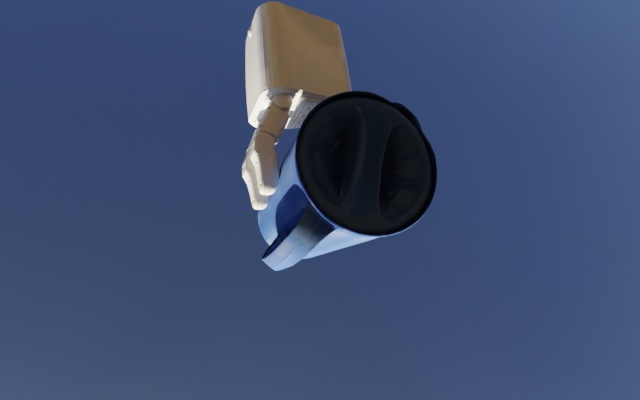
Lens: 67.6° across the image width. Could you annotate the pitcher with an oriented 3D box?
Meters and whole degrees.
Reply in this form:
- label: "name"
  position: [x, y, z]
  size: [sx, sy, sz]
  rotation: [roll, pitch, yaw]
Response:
- label: "pitcher"
  position: [0.000, 0.001, 0.512]
  size: [0.149, 0.145, 0.243]
  rotation: [-3, -14, -20]
